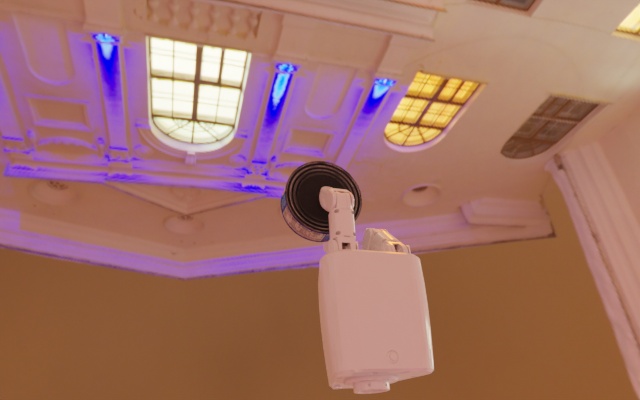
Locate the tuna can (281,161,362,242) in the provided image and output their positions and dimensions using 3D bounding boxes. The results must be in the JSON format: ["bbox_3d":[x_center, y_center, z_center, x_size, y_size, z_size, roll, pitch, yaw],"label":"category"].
[{"bbox_3d":[0.000,0.002,0.526,0.086,0.086,0.034,0,-25,-17],"label":"tuna can"}]
